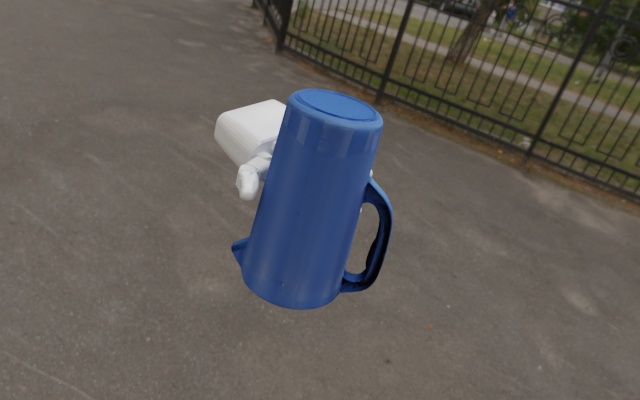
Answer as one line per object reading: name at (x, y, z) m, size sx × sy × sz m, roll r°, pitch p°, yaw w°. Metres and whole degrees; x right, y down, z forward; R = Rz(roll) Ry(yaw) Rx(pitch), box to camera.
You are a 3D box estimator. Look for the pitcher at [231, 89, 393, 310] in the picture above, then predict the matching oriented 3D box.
pitcher at (0.000, 0.002, 0.570) m, size 0.149 × 0.243 × 0.145 m, roll -7°, pitch 35°, yaw -37°
